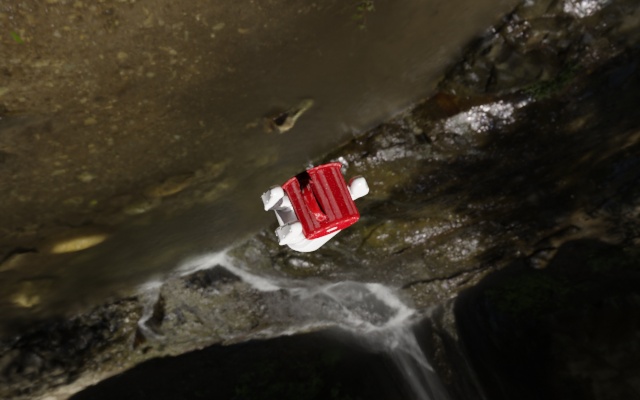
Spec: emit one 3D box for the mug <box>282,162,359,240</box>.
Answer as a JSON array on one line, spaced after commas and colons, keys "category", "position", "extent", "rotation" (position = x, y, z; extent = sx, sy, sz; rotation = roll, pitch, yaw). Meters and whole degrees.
[{"category": "mug", "position": [0.000, 0.002, 0.649], "extent": [0.093, 0.081, 0.117], "rotation": [-24, -11, 8]}]
